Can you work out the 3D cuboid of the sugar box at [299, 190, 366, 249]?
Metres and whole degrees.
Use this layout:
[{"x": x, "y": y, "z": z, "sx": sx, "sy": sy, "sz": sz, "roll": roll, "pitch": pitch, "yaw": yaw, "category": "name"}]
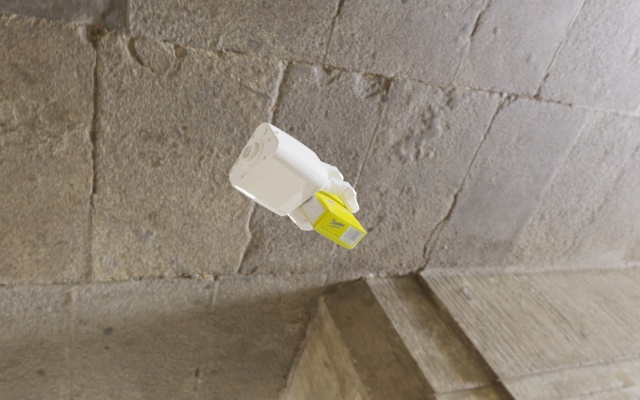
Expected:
[{"x": 0.000, "y": 0.002, "z": 0.805, "sx": 0.093, "sy": 0.048, "sz": 0.176, "roll": 32, "pitch": 16, "yaw": -37, "category": "sugar box"}]
